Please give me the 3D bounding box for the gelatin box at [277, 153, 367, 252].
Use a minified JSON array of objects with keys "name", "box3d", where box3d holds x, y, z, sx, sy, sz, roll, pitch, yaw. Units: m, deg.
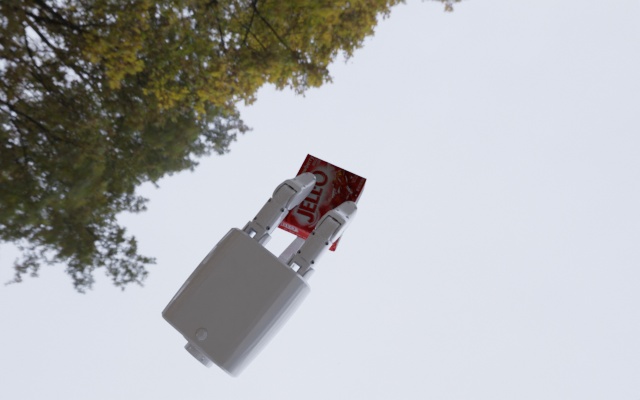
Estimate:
[{"name":"gelatin box","box3d":[0.000,0.002,0.519,0.073,0.089,0.030,24,-26,7]}]
